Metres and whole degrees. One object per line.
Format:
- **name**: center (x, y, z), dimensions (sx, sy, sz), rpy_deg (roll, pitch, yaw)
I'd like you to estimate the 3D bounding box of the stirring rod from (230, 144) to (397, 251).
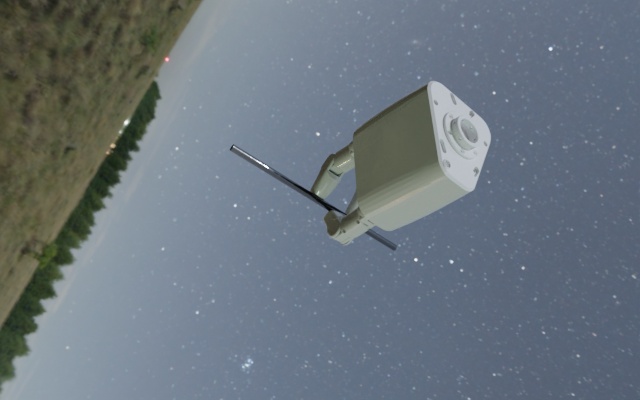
- **stirring rod**: center (0.000, 0.002, 0.551), dimensions (0.239, 0.011, 0.011), rpy_deg (32, -14, -24)
